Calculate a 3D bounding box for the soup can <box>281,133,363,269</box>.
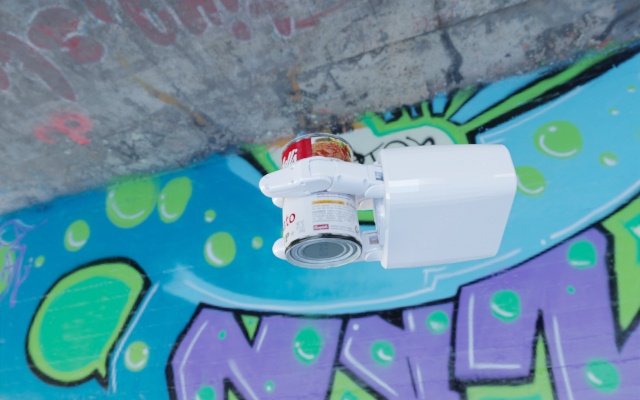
[{"bbox_3d":[0.000,0.002,0.423,0.068,0.102,0.068,-3,-29,-2],"label":"soup can"}]
